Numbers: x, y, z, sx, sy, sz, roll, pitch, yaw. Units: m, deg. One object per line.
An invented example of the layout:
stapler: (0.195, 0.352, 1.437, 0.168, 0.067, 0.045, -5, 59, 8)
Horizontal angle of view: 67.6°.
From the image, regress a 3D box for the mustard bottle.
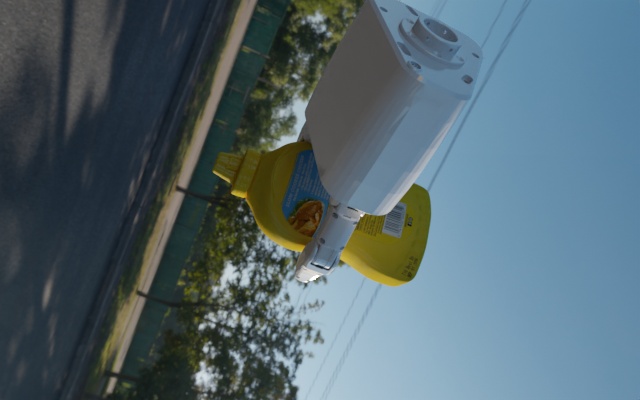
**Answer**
mustard bottle: (0.000, 0.002, 0.417, 0.191, 0.096, 0.058, 21, -24, -12)
